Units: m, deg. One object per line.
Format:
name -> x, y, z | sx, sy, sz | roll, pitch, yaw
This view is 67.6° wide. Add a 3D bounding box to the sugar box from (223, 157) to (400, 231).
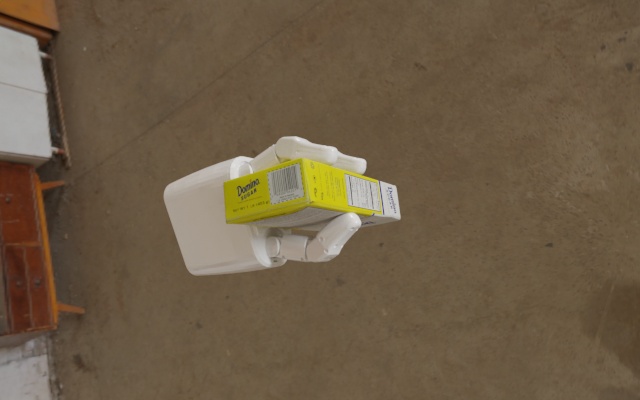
sugar box -> 0.000, 0.001, 0.472 | 0.093, 0.048, 0.176 | -13, -10, 31
